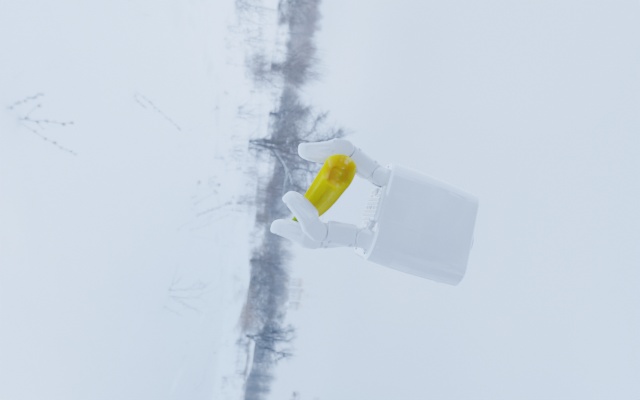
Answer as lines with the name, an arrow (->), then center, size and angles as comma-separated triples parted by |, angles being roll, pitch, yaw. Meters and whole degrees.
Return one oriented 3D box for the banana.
banana -> 0.007, -0.012, 0.532 | 0.037, 0.069, 0.198 | 30, -26, -3
